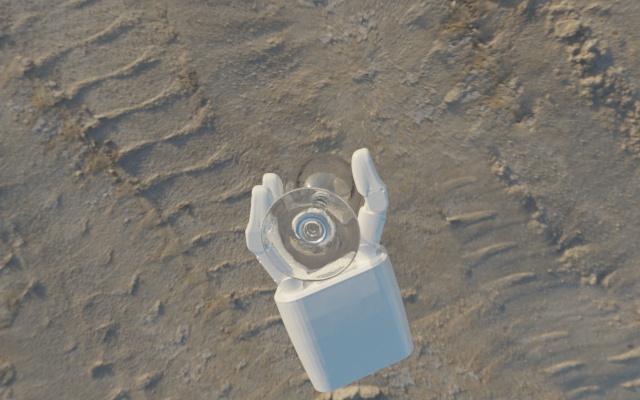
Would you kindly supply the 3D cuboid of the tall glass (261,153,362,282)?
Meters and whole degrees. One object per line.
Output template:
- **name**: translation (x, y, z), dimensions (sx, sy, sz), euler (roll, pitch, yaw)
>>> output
- **tall glass**: translation (0.000, 0.001, 0.447), dimensions (0.079, 0.079, 0.201), euler (0, 15, 4)
